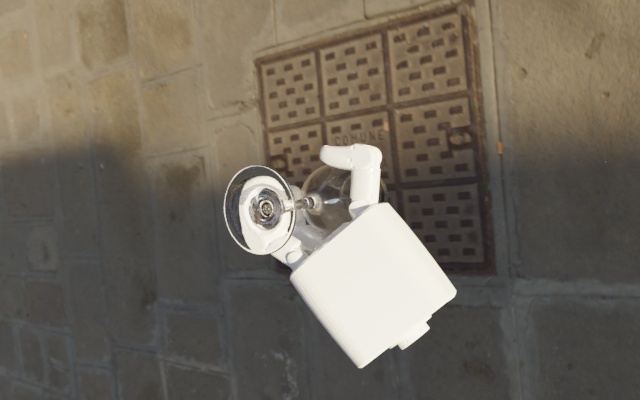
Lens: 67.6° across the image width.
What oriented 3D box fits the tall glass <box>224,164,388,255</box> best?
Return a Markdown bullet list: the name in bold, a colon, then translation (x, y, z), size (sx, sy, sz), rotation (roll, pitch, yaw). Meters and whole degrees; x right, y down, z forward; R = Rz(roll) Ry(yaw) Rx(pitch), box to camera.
- **tall glass**: translation (0.000, 0.001, 0.474), size (0.079, 0.079, 0.201), rotation (0, 4, 31)
